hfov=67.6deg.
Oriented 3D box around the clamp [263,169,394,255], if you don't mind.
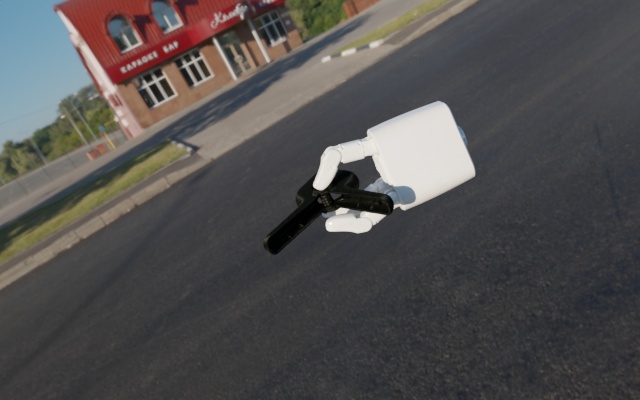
[{"bbox_3d":[0.000,0.001,0.651,0.164,0.036,0.210,-21,20,1],"label":"clamp"}]
